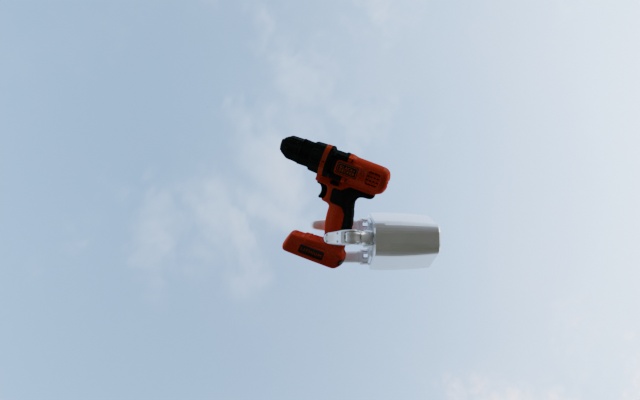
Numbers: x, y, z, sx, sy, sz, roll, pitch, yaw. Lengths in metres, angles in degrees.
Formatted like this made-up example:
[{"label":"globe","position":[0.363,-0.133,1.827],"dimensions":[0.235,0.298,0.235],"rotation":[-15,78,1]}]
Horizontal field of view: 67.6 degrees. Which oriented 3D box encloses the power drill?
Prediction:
[{"label":"power drill","position":[0.000,0.003,0.776],"dimensions":[0.184,0.188,0.057],"rotation":[21,15,9]}]
